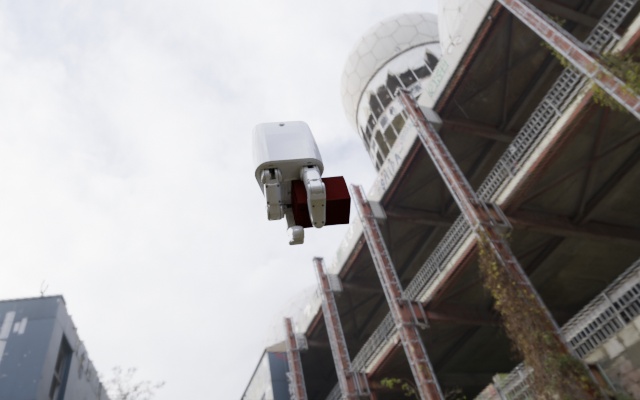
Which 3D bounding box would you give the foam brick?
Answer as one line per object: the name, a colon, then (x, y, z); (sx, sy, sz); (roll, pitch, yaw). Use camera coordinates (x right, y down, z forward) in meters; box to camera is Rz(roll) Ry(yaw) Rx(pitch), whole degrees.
foam brick: (0.000, 0.002, 0.678); (0.078, 0.053, 0.051); (-5, 43, -9)
